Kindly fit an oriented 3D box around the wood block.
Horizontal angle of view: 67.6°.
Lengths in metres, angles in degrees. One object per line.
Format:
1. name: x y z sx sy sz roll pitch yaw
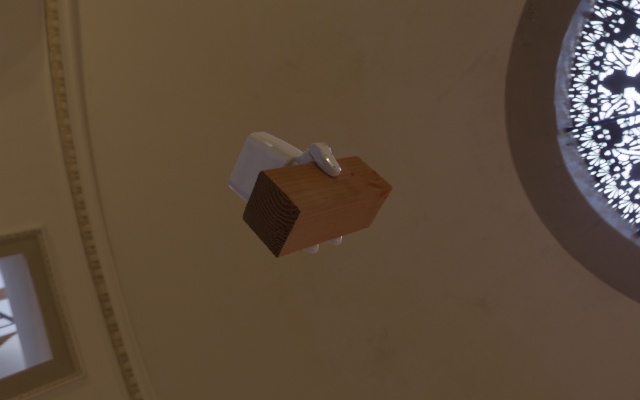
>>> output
1. wood block: 0.000 0.002 0.717 0.206 0.091 0.090 -14 50 -46
